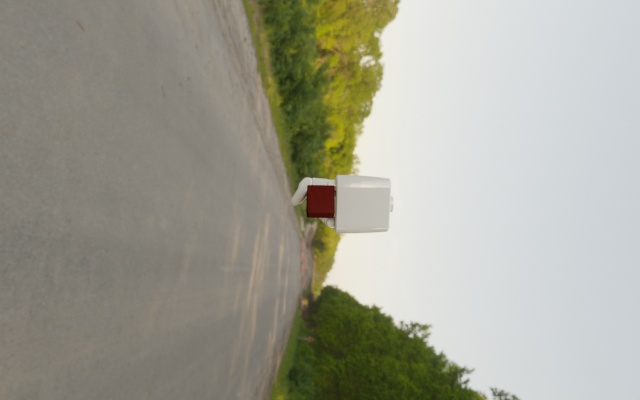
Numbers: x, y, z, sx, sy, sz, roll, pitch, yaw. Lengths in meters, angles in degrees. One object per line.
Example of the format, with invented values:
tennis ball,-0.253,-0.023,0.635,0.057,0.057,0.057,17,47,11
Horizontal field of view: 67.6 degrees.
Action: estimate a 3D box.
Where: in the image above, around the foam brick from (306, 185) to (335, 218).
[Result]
foam brick,0.000,0.003,0.886,0.051,0.053,0.078,1,-8,-1
